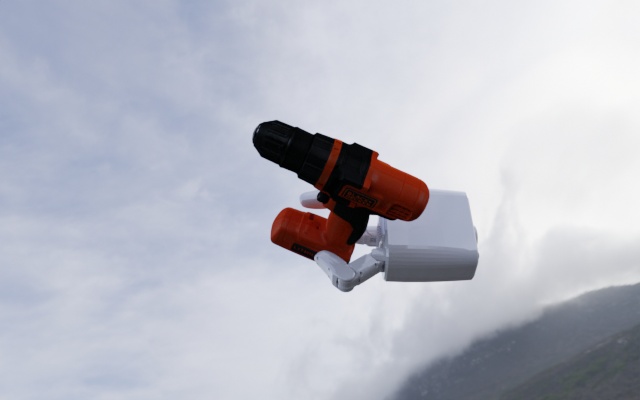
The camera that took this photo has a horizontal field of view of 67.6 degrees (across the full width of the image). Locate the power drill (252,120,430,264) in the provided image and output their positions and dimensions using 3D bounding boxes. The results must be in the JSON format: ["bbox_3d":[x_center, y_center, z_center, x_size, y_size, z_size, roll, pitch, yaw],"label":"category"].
[{"bbox_3d":[0.000,0.002,0.526,0.184,0.057,0.188,24,-32,-5],"label":"power drill"}]
